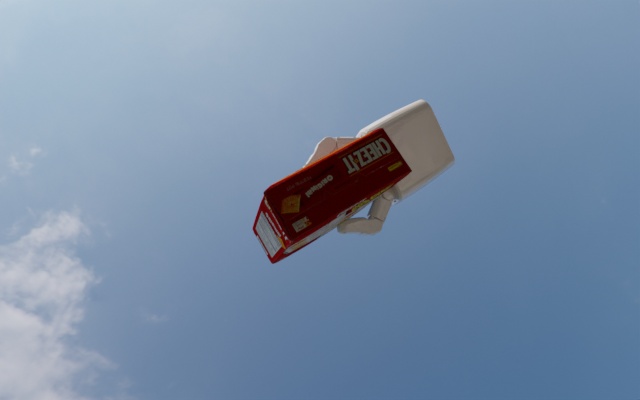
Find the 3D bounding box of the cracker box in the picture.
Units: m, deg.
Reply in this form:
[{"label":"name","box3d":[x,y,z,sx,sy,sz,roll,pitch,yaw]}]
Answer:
[{"label":"cracker box","box3d":[0.000,0.002,0.621,0.164,0.072,0.214,-30,-6,-17]}]
